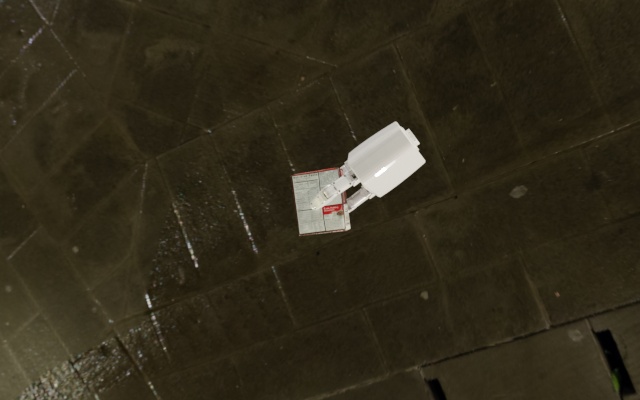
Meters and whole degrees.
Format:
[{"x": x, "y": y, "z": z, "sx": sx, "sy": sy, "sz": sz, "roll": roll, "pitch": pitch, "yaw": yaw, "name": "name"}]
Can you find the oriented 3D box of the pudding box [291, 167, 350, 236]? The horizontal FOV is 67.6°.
[{"x": 0.000, "y": 0.003, "z": 0.854, "sx": 0.090, "sy": 0.113, "sz": 0.039, "roll": -7, "pitch": -2, "yaw": 15, "name": "pudding box"}]
